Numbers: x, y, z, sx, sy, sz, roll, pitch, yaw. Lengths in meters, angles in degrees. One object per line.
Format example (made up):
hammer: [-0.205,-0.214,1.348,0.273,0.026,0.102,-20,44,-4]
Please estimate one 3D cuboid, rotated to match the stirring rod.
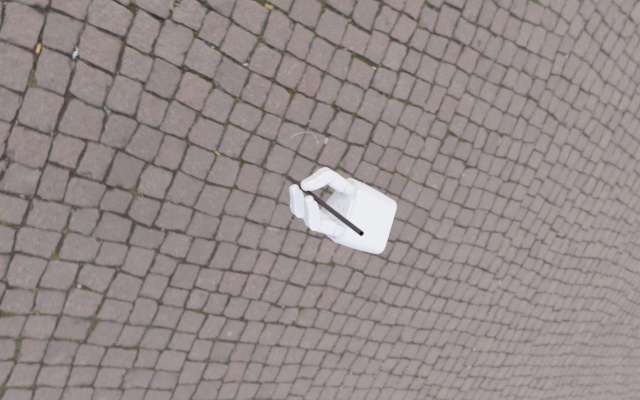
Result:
stirring rod: [0.000,0.002,0.758,0.011,0.011,0.239,0,21,-31]
